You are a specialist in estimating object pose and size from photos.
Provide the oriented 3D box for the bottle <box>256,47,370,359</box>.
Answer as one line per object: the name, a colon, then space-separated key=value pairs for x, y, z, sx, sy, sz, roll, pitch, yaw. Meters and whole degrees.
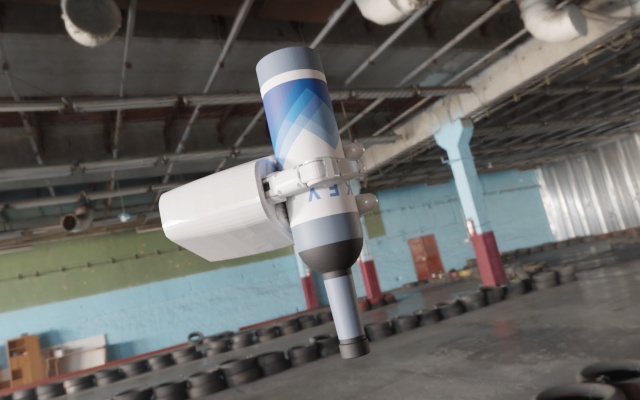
bottle: x=0.000 y=0.001 z=0.464 sx=0.069 sy=0.295 sz=0.069 roll=-13 pitch=-9 yaw=-2
